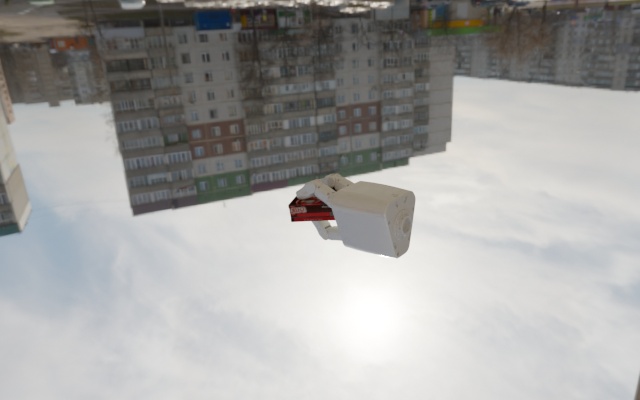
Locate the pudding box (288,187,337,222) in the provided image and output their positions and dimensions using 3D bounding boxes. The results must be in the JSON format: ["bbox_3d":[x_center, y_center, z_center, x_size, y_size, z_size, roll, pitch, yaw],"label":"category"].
[{"bbox_3d":[0.000,0.003,0.877,0.090,0.039,0.113,-2,17,15],"label":"pudding box"}]
